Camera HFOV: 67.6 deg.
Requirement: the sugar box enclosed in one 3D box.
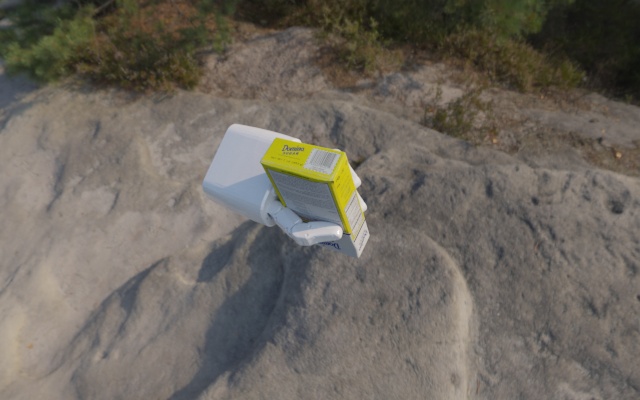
[{"bbox_3d":[0.000,0.001,0.587,0.093,0.048,0.176,16,-26,24],"label":"sugar box"}]
